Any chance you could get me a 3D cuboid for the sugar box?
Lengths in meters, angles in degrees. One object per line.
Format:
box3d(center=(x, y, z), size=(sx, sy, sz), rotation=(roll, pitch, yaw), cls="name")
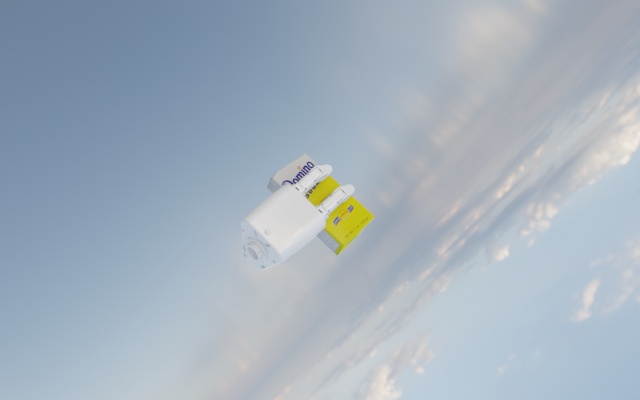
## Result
box3d(center=(0.000, 0.003, 0.845), size=(0.093, 0.176, 0.048), rotation=(-39, -12, -34), cls="sugar box")
